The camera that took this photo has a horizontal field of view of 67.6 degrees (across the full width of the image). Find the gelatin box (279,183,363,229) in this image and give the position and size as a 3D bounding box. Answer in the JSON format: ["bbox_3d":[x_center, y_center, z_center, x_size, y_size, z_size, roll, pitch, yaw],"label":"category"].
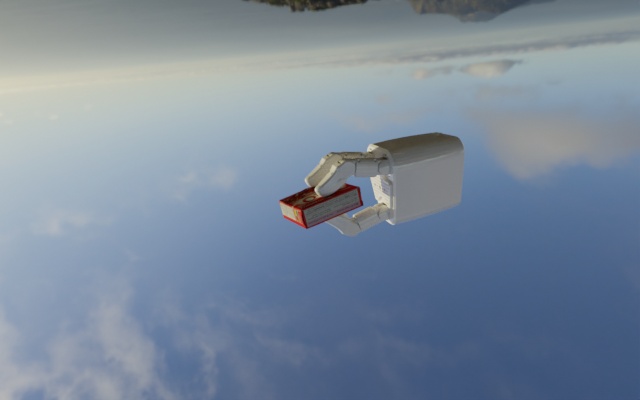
[{"bbox_3d":[0.000,0.003,0.633,0.089,0.030,0.073,-23,20,-22],"label":"gelatin box"}]
